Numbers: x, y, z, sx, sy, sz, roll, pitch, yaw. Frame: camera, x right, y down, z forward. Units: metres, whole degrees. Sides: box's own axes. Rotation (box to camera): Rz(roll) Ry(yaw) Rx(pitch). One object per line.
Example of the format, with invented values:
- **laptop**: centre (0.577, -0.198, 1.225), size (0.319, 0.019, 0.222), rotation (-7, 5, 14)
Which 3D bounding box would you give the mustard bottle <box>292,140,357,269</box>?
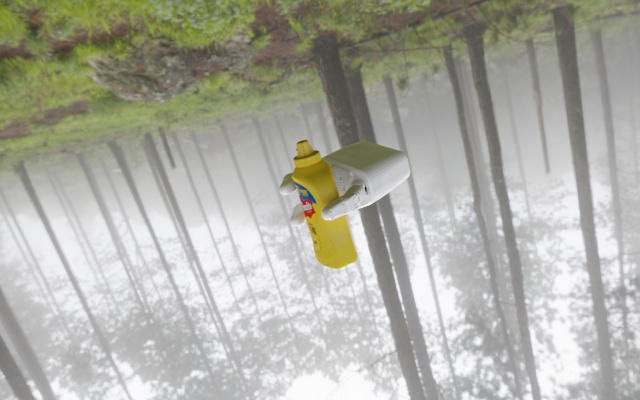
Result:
- **mustard bottle**: centre (0.000, 0.003, 0.715), size (0.058, 0.192, 0.096), rotation (-21, 18, -15)
